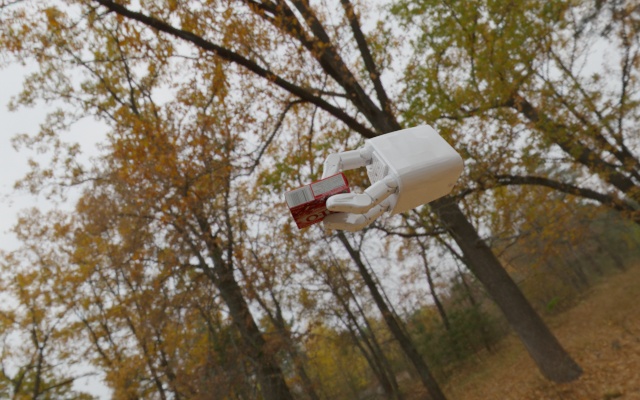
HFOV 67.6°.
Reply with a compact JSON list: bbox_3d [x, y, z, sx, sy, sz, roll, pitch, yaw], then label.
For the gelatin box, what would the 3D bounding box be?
[{"bbox_3d":[0.000,0.002,0.675,0.089,0.030,0.073,-20,-27,-1],"label":"gelatin box"}]
